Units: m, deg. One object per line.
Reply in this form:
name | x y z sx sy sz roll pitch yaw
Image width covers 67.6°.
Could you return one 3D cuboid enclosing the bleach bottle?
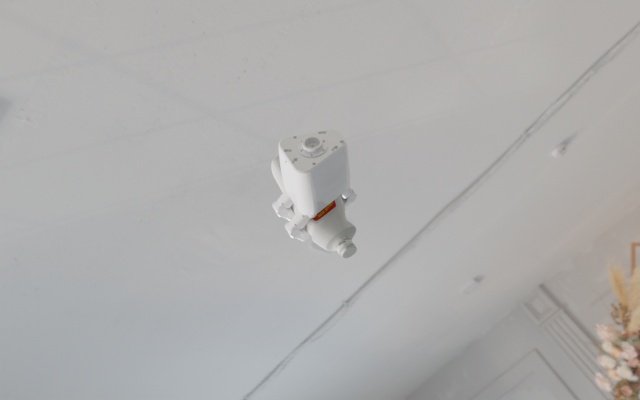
bleach bottle | 0.000 0.003 0.888 0.102 0.250 0.068 -24 -38 -14
